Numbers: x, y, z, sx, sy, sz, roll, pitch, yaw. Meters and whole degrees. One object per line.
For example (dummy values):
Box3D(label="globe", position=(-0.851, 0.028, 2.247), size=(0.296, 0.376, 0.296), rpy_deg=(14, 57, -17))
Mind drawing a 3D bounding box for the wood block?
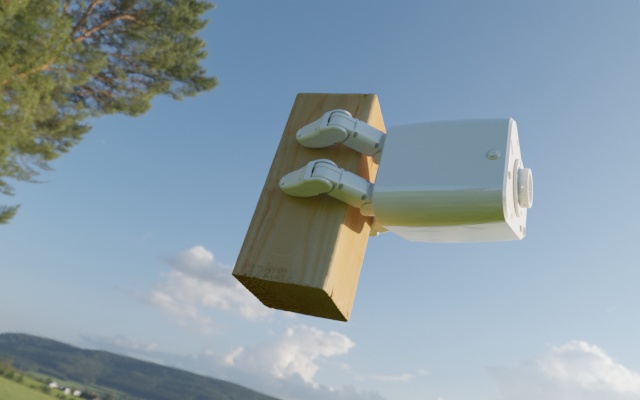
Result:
Box3D(label="wood block", position=(0.001, 0.002, 0.474), size=(0.090, 0.206, 0.091), rpy_deg=(5, -29, 21))
